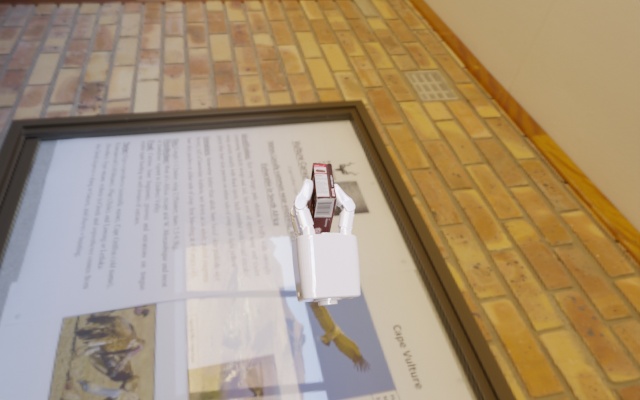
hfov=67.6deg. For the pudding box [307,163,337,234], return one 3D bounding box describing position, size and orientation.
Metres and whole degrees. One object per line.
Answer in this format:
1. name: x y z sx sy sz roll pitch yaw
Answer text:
1. pudding box: 0.000 0.003 0.858 0.039 0.090 0.114 2 -43 -10
